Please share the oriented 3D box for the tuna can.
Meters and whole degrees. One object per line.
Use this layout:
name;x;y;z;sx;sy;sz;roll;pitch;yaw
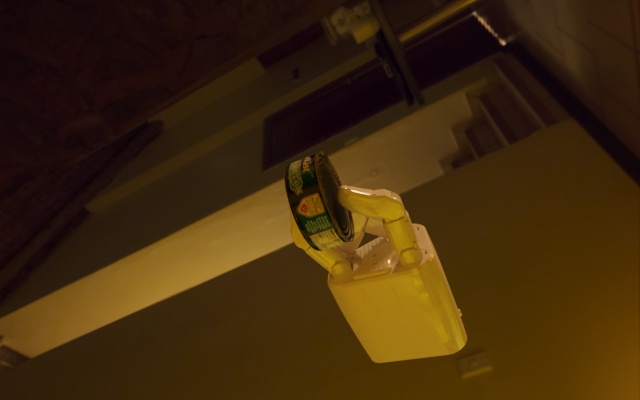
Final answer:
tuna can;0.000;0.002;0.432;0.034;0.086;0.086;-20;-5;14
